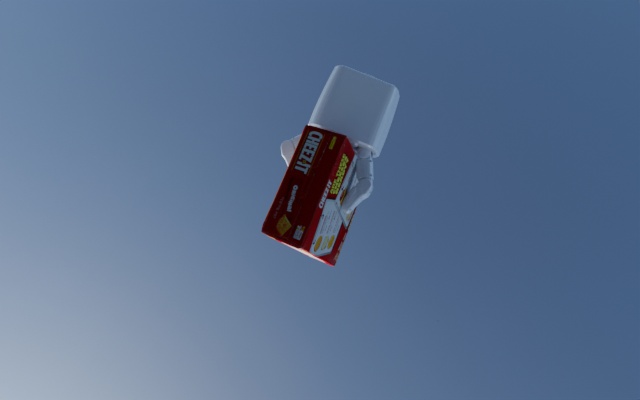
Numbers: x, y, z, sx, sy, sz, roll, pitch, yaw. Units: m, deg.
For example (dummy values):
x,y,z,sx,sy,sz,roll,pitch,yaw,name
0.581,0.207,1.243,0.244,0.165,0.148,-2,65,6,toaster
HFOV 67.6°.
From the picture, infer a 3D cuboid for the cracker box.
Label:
x,y,z,sx,sy,sz,roll,pitch,yaw,name
0.000,0.002,0.729,0.072,0.164,0.214,19,-9,17,cracker box
